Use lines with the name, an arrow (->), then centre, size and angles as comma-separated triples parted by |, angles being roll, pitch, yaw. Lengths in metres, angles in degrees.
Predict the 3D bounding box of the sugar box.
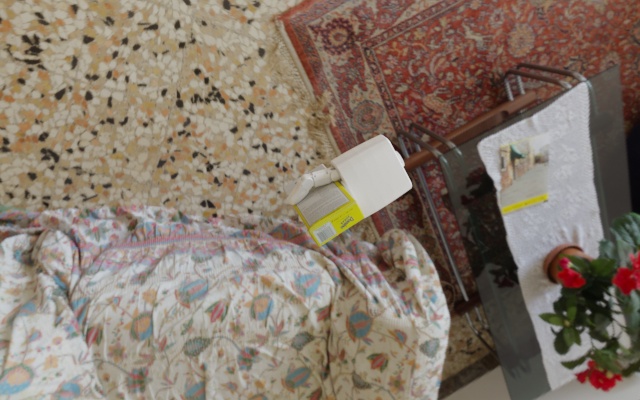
sugar box -> 0.001, 0.003, 0.848 | 0.093, 0.048, 0.176 | -32, 28, -2
